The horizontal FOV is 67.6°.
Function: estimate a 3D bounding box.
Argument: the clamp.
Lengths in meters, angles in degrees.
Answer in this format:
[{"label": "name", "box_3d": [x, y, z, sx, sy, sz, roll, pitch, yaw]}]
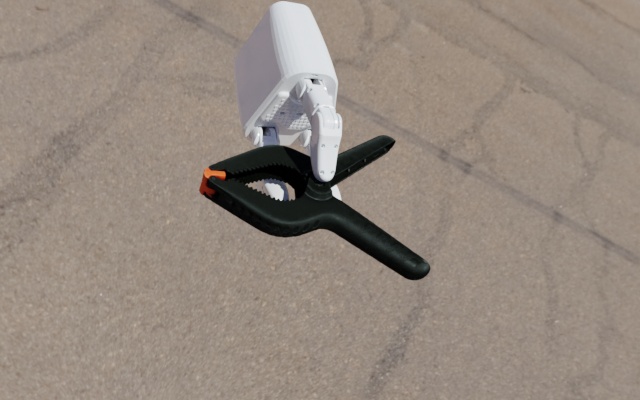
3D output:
[{"label": "clamp", "box_3d": [0.000, 0.001, 0.434, 0.210, 0.164, 0.036, 0, -35, -24]}]
